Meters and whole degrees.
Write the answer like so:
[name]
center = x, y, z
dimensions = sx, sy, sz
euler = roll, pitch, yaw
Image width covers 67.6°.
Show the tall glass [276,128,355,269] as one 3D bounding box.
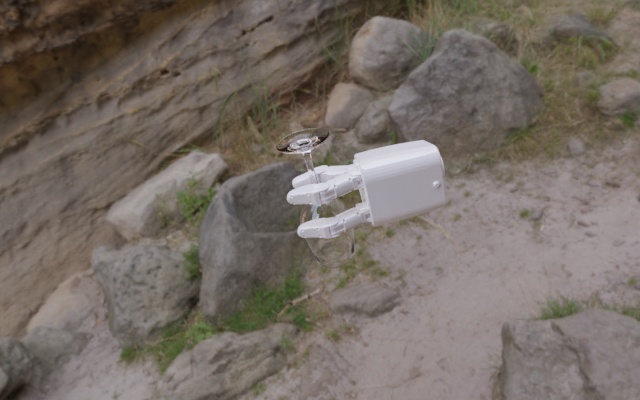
[tall glass]
center = 0.000, 0.002, 0.689
dimensions = 0.079, 0.201, 0.079
euler = -12, 29, 7
